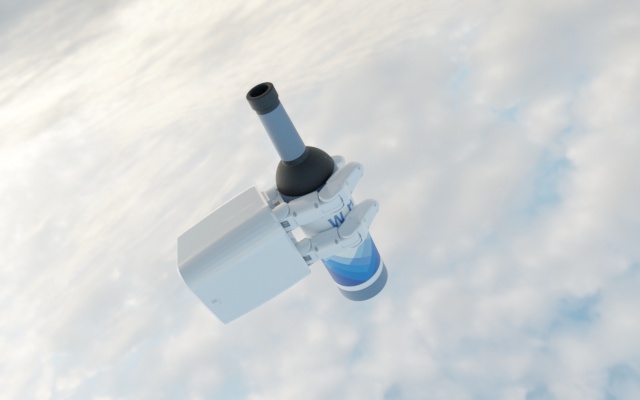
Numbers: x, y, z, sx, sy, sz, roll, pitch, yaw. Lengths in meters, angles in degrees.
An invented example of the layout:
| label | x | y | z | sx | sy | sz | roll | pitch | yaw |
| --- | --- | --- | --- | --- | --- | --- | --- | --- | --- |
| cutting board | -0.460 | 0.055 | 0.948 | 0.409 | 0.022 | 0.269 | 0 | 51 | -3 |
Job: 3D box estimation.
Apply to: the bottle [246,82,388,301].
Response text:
| label | x | y | z | sx | sy | sz | roll | pitch | yaw |
| --- | --- | --- | --- | --- | --- | --- | --- | --- | --- |
| bottle | 0.000 | 0.002 | 0.517 | 0.069 | 0.069 | 0.296 | 0 | -42 | 30 |
